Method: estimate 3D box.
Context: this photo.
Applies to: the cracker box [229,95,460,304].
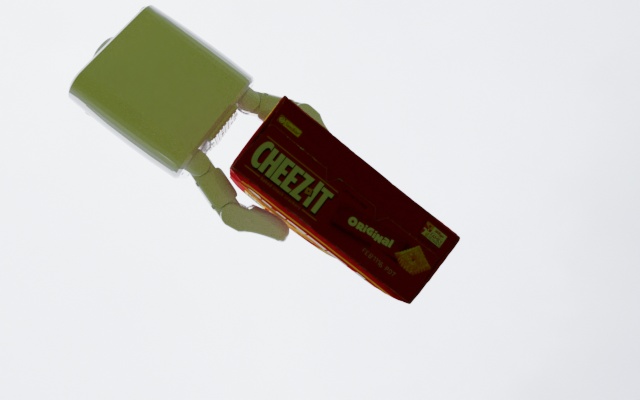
[{"bbox_3d":[0.000,0.001,0.431,0.164,0.072,0.213,37,-5,-9],"label":"cracker box"}]
